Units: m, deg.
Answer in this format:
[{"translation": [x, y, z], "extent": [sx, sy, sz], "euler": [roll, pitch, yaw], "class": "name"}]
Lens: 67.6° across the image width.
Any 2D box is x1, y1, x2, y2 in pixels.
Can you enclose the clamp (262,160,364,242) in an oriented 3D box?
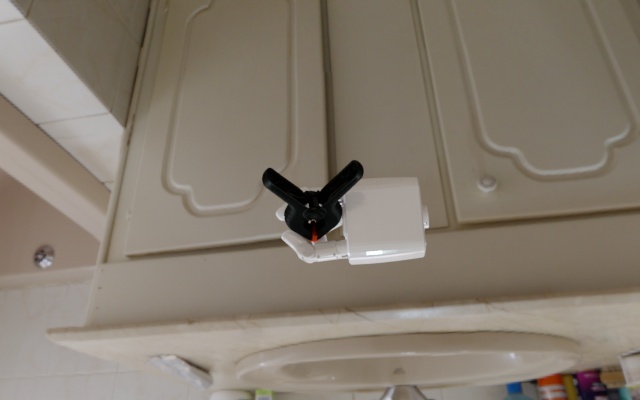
[{"translation": [0.000, 0.003, 0.623], "extent": [0.120, 0.039, 0.172], "euler": [-5, -28, 6], "class": "clamp"}]
